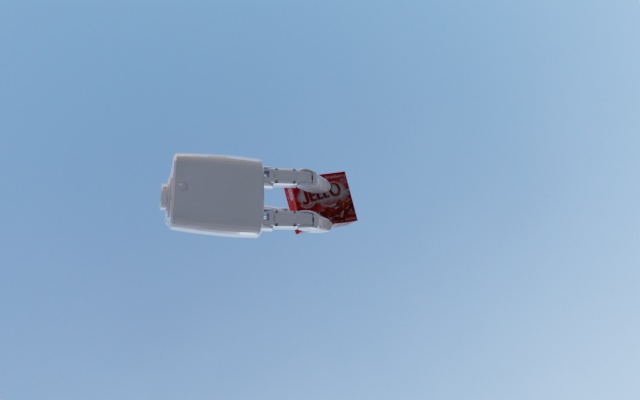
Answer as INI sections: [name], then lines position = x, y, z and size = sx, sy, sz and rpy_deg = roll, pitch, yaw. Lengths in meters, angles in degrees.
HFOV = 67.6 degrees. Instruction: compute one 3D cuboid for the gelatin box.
[gelatin box]
position = 0.000, 0.002, 0.653
size = 0.089, 0.073, 0.030
rpy_deg = -8, -13, -28
